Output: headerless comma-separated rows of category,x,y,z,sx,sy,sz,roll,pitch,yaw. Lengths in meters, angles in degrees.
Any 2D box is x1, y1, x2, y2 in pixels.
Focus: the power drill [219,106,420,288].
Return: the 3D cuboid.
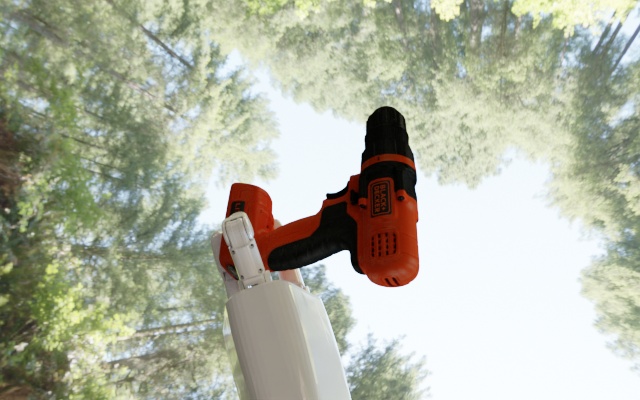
power drill,0.000,0.002,0.454,0.187,0.184,0.057,-14,-38,23
